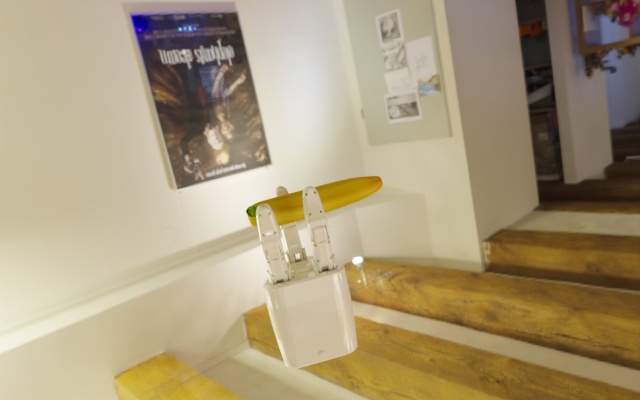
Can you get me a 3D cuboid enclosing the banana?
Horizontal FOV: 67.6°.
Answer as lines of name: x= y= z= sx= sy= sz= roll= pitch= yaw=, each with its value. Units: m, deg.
banana: x=-0.013 y=0.004 z=0.598 sx=0.198 sy=0.037 sz=0.069 roll=-16 pitch=6 yaw=-32
